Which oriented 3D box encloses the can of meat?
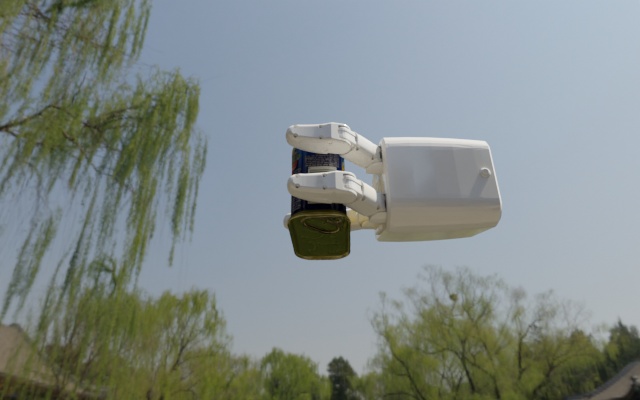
[{"bbox_3d":[0.000,0.001,0.477,0.057,0.084,0.102,-2,-29,3],"label":"can of meat"}]
